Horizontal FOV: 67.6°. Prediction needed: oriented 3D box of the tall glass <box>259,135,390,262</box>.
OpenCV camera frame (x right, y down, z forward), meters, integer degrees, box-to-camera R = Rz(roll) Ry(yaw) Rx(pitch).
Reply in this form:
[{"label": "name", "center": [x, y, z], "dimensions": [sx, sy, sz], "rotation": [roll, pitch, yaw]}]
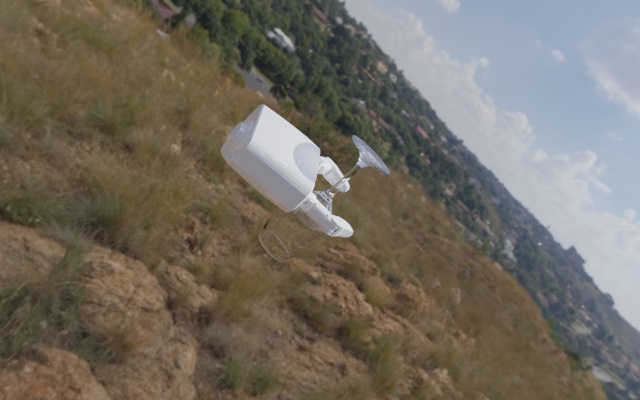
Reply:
[{"label": "tall glass", "center": [0.001, 0.002, 0.683], "dimensions": [0.201, 0.079, 0.079], "rotation": [-44, -15, 16]}]
